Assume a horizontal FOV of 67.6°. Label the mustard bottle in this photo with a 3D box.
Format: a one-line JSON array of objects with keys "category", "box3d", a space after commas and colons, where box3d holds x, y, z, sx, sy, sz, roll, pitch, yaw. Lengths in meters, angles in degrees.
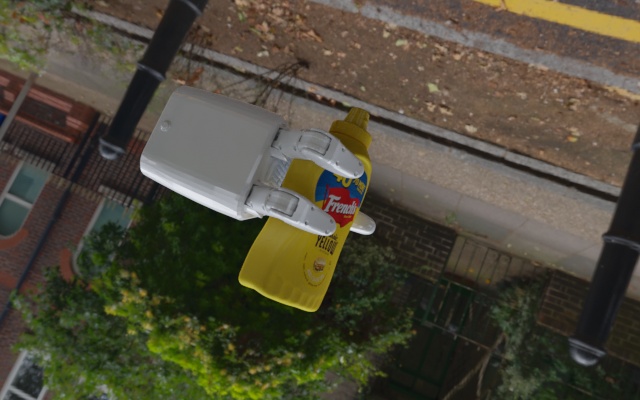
[{"category": "mustard bottle", "box3d": [0.000, 0.002, 0.441, 0.058, 0.191, 0.096, 17, -11, 37]}]
